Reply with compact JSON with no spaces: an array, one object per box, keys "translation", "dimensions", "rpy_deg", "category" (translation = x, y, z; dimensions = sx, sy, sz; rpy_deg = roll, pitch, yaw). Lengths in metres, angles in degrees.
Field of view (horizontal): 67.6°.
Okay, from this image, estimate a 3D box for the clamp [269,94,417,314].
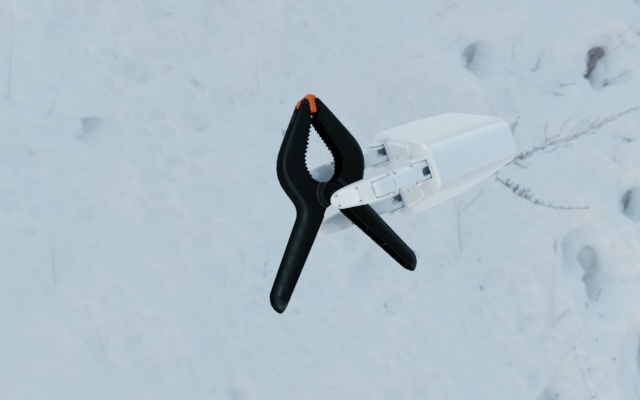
[{"translation":[0.000,0.001,0.479],"dimensions":[0.164,0.210,0.036],"rpy_deg":[-21,5,-22],"category":"clamp"}]
